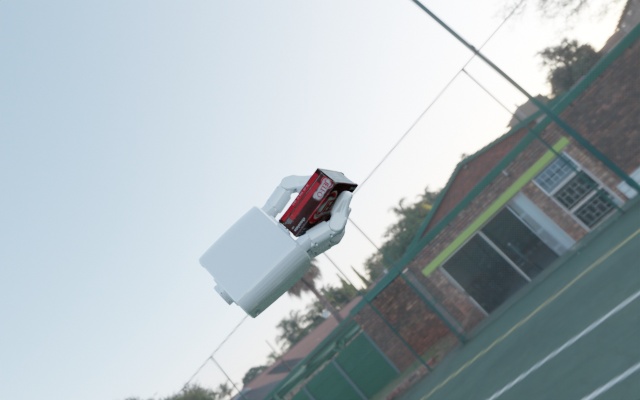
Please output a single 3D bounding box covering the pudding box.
[{"bbox_3d":[0.000,0.002,0.655,0.039,0.090,0.113,41,13,12],"label":"pudding box"}]
